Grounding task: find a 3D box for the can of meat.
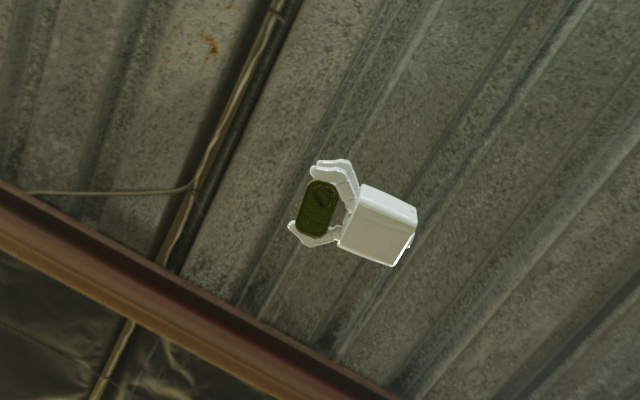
[{"bbox_3d":[0.000,0.003,0.833,0.057,0.102,0.084,20,21,2],"label":"can of meat"}]
